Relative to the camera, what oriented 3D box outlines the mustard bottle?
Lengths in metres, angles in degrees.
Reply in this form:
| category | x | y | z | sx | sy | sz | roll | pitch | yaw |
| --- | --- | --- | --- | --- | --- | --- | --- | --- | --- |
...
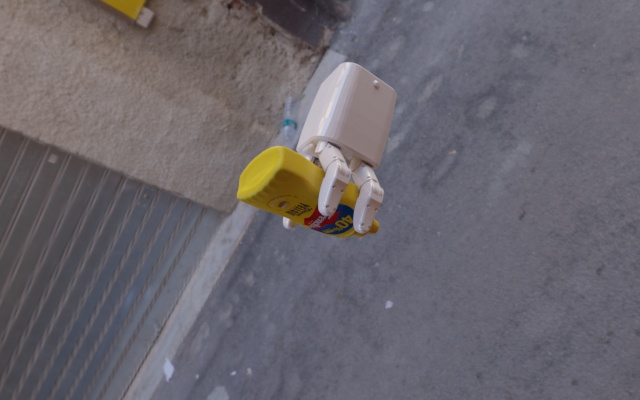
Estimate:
| category | x | y | z | sx | sy | sz | roll | pitch | yaw |
| --- | --- | --- | --- | --- | --- | --- | --- | --- | --- |
| mustard bottle | 0.000 | 0.002 | 0.595 | 0.192 | 0.058 | 0.096 | 25 | -38 | -32 |
